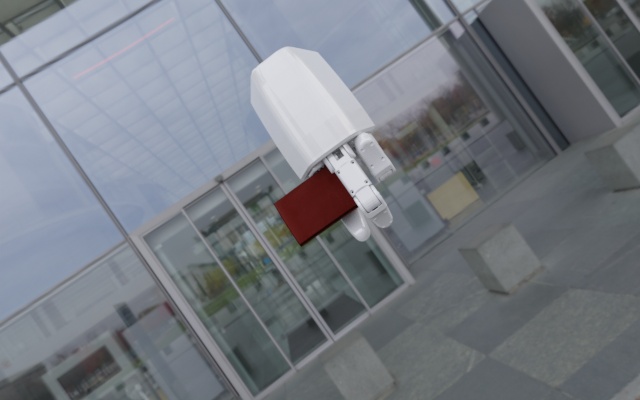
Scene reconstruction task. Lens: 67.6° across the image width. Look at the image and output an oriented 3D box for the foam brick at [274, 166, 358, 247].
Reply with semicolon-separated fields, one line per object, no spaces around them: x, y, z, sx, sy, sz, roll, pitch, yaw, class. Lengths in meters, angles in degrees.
0.000;0.002;0.488;0.078;0.051;0.053;-36;0;6;foam brick
